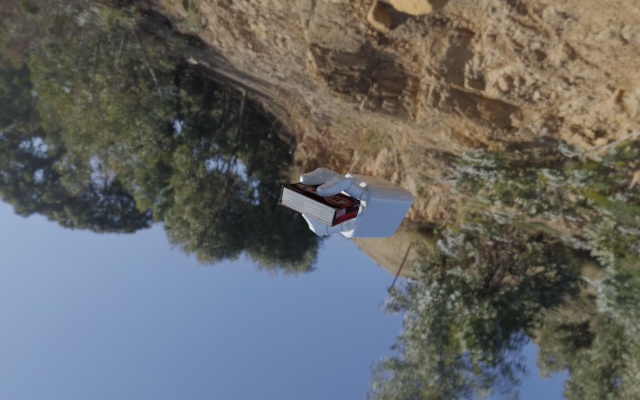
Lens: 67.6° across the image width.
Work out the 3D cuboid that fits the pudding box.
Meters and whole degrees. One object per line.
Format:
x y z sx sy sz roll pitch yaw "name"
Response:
0.000 0.003 0.824 0.113 0.039 0.090 21 18 27 "pudding box"
